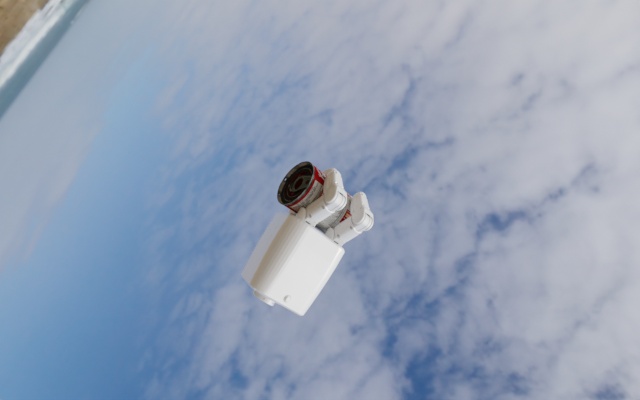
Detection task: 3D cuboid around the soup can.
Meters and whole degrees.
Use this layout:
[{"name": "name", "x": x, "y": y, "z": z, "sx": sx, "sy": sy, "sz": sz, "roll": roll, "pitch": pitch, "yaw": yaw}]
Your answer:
[{"name": "soup can", "x": 0.000, "y": 0.002, "z": 0.658, "sx": 0.102, "sy": 0.068, "sz": 0.068, "roll": 37, "pitch": -22, "yaw": -32}]
